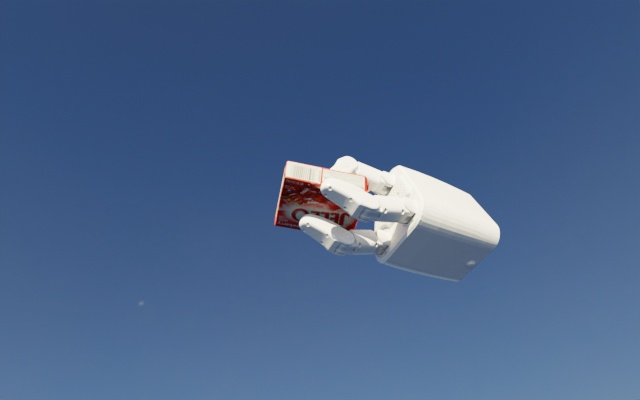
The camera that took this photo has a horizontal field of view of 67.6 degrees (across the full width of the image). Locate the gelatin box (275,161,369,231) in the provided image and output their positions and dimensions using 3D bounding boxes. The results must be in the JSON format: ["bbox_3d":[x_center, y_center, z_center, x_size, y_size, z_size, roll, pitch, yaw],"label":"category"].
[{"bbox_3d":[0.000,0.001,0.512,0.089,0.073,0.030,11,43,-5],"label":"gelatin box"}]
